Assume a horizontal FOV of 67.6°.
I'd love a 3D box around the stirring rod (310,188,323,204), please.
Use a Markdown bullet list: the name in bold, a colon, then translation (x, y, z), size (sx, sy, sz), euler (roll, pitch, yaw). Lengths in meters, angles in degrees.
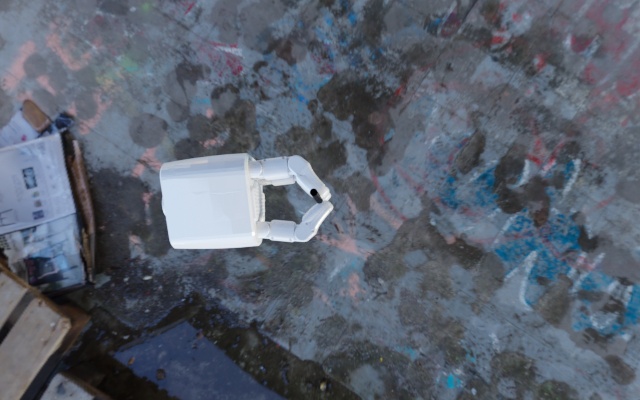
- **stirring rod**: translation (0.000, 0.002, 0.603), size (0.011, 0.011, 0.239), euler (0, -5, 3)
